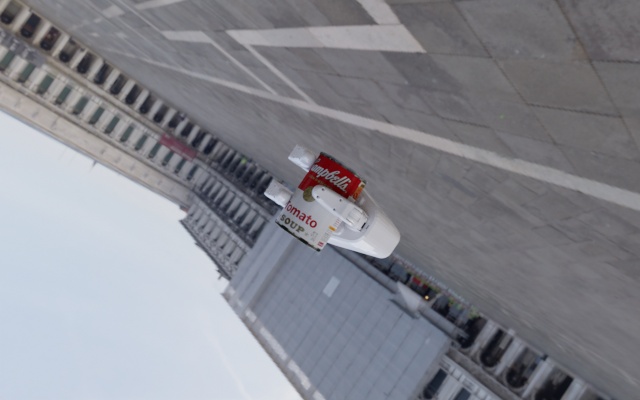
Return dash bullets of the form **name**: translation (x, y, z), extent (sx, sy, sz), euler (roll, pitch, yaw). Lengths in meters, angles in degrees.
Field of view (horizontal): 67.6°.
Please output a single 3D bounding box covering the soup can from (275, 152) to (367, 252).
- **soup can**: translation (0.000, 0.002, 0.576), extent (0.068, 0.102, 0.068), euler (34, -1, 1)
